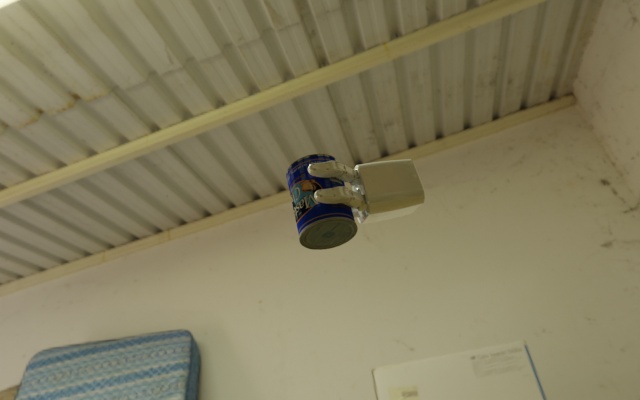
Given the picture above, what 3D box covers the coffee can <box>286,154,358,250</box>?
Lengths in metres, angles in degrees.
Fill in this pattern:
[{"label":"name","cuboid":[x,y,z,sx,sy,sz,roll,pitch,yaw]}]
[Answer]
[{"label":"coffee can","cuboid":[0.000,0.003,0.854,0.103,0.140,0.103,-10,-31,-6]}]
